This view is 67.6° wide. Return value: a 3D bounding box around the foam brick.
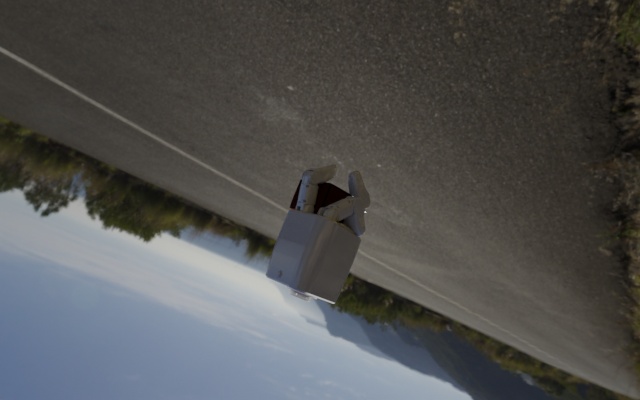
[{"bbox_3d":[0.000,0.002,0.741,0.053,0.051,0.078,28,-11,-38],"label":"foam brick"}]
